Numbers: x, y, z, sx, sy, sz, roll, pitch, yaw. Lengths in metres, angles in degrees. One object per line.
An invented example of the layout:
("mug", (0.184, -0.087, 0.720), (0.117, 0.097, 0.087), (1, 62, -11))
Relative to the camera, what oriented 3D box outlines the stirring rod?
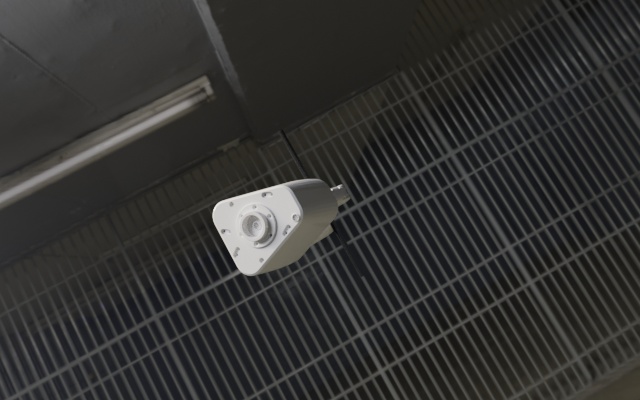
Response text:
("stirring rod", (0.000, 0.002, 0.682), (0.011, 0.239, 0.011), (-29, -7, -4))
